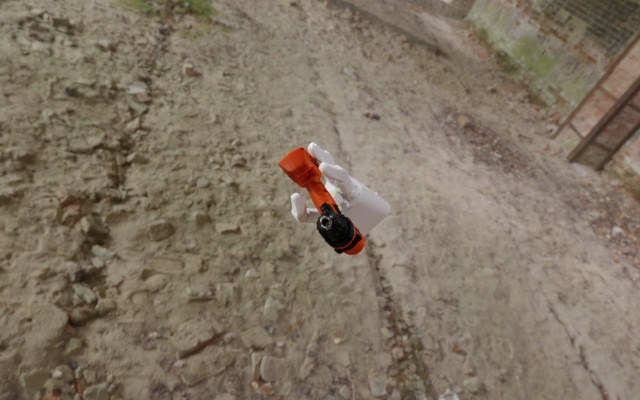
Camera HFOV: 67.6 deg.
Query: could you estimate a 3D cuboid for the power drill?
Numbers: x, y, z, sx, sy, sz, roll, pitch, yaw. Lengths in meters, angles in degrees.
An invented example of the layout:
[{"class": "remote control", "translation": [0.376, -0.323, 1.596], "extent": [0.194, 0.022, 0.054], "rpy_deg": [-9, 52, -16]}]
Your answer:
[{"class": "power drill", "translation": [0.000, 0.002, 0.804], "extent": [0.057, 0.187, 0.184], "rpy_deg": [-32, -22, 4]}]
